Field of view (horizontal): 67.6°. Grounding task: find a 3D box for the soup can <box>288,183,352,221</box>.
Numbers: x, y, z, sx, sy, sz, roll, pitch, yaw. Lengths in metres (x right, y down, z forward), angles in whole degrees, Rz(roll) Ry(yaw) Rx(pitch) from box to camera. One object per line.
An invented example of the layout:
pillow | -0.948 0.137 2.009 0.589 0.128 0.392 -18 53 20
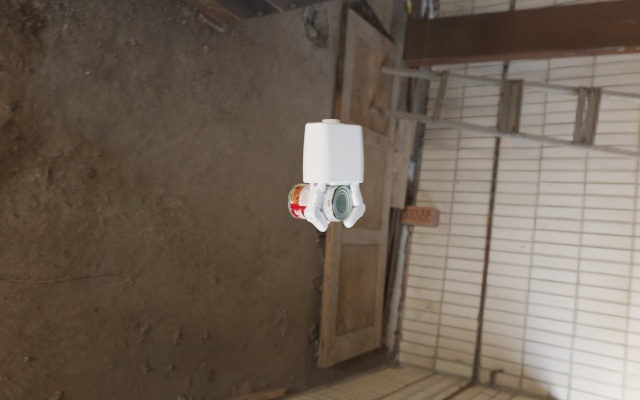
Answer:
soup can | 0.000 0.003 0.893 0.102 0.068 0.068 3 2 35
